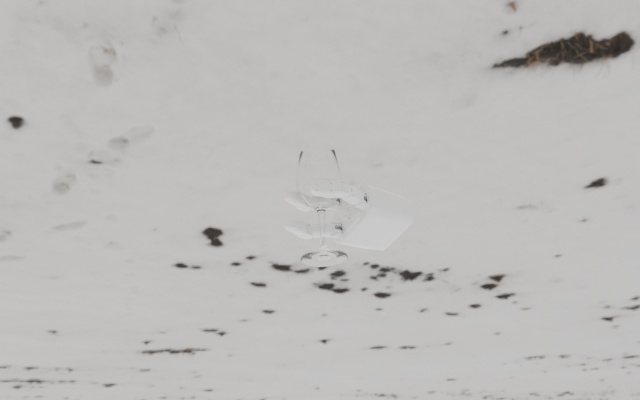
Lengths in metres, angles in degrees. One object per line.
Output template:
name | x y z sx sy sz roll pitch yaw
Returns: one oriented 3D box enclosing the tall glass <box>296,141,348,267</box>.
tall glass | 0.000 0.003 0.788 0.079 0.201 0.079 -3 -27 -2
